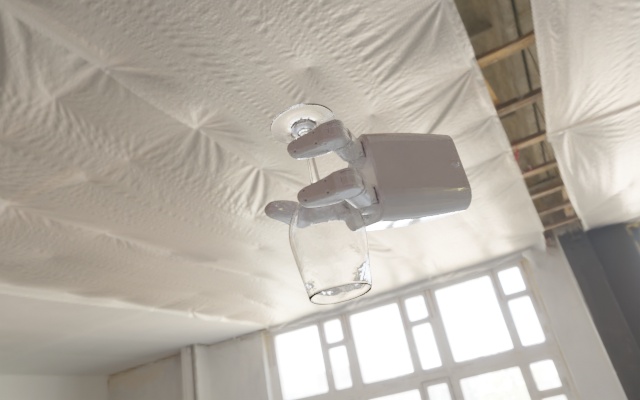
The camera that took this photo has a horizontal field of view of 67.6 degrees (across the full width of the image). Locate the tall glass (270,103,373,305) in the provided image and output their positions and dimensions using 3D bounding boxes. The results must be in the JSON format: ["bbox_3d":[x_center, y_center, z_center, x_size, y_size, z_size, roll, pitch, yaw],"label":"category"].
[{"bbox_3d":[0.000,0.001,0.495,0.079,0.201,0.079,-10,-26,-5],"label":"tall glass"}]
